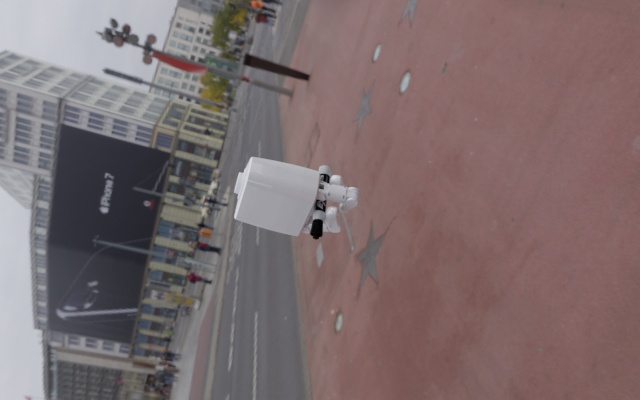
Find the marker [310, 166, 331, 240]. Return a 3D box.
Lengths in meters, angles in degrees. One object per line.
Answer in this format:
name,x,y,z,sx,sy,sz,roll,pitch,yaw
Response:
marker,0.000,0.002,0.722,0.020,0.121,0.020,6,-28,3
